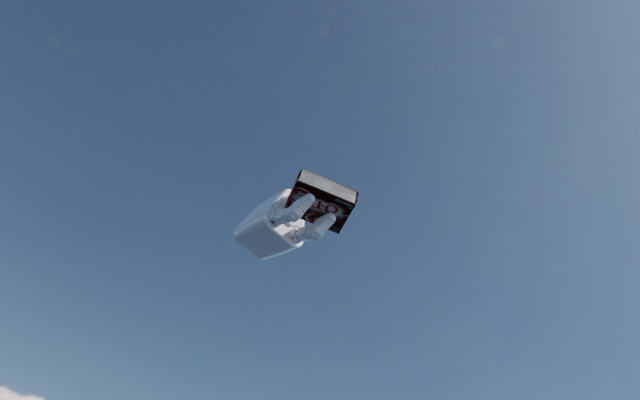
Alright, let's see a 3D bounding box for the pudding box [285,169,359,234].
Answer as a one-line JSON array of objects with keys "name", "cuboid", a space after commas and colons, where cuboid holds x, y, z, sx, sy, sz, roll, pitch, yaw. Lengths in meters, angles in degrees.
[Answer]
[{"name": "pudding box", "cuboid": [0.000, 0.003, 0.853, 0.113, 0.039, 0.090, 20, -42, -6]}]
